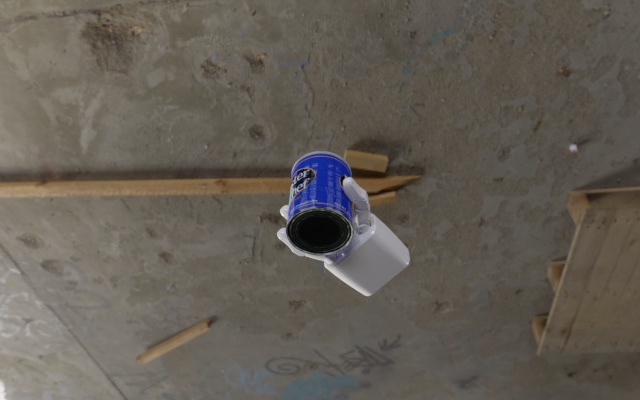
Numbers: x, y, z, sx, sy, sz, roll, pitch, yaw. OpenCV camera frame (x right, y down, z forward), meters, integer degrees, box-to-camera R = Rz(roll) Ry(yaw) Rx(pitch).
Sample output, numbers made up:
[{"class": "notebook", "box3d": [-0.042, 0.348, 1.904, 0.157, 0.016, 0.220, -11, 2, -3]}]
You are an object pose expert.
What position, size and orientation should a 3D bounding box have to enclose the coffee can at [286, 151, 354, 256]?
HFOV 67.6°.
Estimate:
[{"class": "coffee can", "box3d": [0.000, 0.002, 0.766, 0.103, 0.103, 0.140, 0, 41, 2]}]
